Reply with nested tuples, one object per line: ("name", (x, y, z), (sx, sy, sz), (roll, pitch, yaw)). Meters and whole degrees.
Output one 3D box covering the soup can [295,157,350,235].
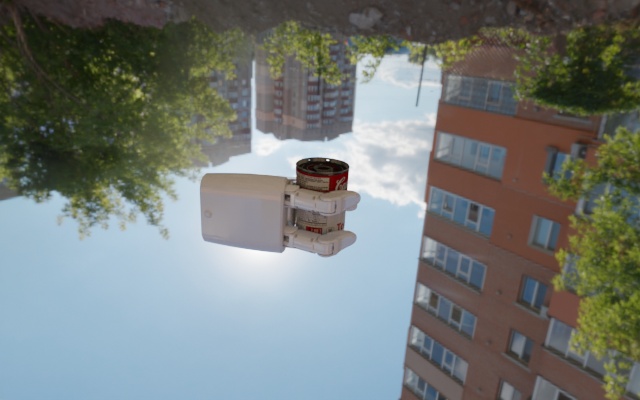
("soup can", (0.001, 0.002, 0.617), (0.068, 0.102, 0.068), (3, 20, -1))
